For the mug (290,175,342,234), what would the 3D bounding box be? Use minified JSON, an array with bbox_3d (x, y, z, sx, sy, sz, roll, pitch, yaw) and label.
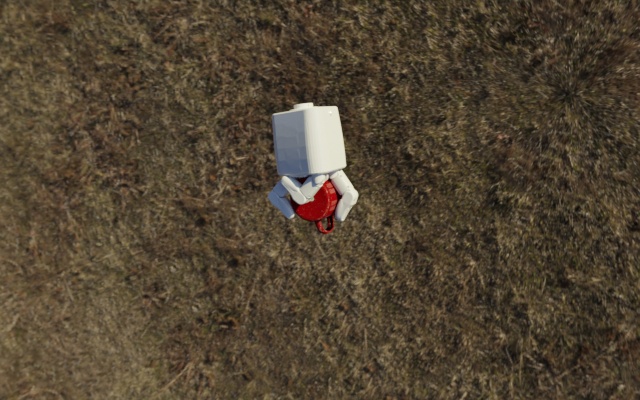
[{"bbox_3d":[0.000,0.004,0.856,0.093,0.117,0.081,-4,9,28],"label":"mug"}]
